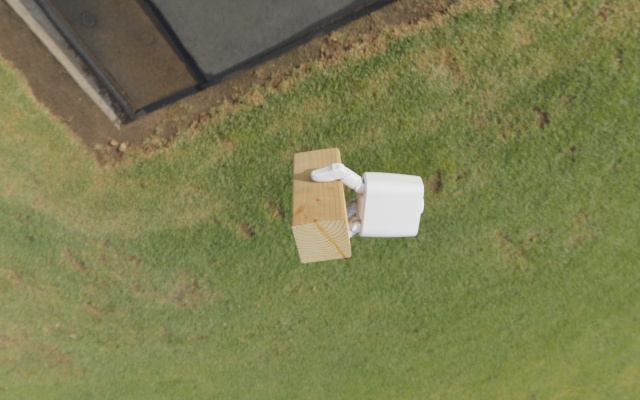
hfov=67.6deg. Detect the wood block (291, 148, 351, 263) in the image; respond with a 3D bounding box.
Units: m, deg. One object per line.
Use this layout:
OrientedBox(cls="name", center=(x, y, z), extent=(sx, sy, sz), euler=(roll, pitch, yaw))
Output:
OrientedBox(cls="wood block", center=(0.000, 0.003, 0.866), extent=(0.090, 0.091, 0.206), euler=(-8, 39, 4))
